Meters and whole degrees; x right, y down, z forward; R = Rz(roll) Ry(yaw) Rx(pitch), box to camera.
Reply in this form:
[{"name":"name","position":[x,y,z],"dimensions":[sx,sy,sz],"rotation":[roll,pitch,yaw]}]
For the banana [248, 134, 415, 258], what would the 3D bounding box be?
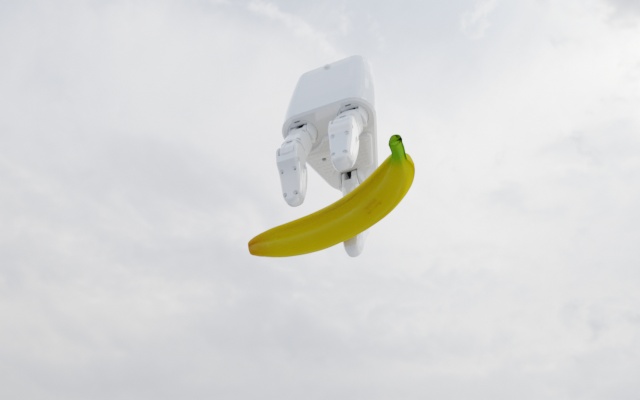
[{"name":"banana","position":[0.016,0.008,0.433],"dimensions":[0.070,0.037,0.198],"rotation":[32,-51,-28]}]
